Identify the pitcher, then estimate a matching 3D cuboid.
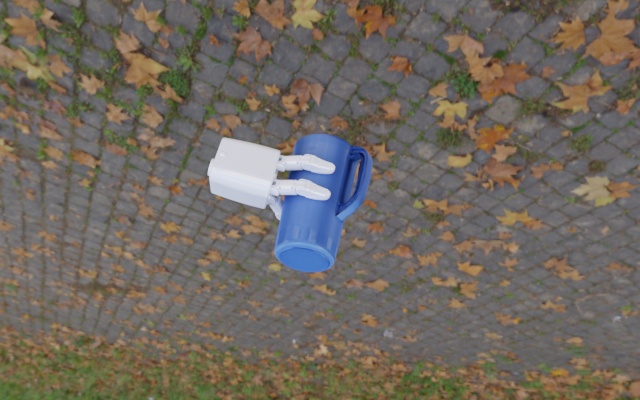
[{"bbox_3d":[0.000,0.003,0.885,0.145,0.242,0.149,16,-33,-7],"label":"pitcher"}]
